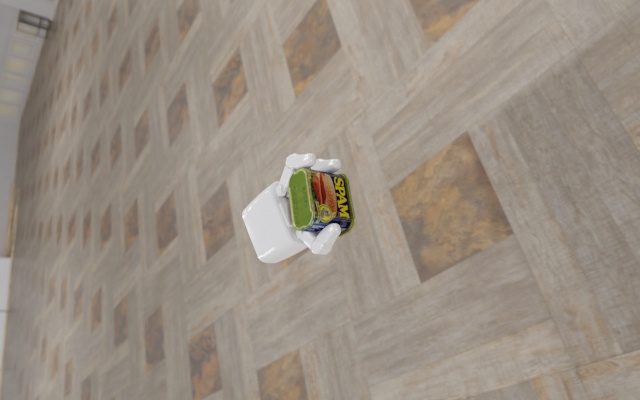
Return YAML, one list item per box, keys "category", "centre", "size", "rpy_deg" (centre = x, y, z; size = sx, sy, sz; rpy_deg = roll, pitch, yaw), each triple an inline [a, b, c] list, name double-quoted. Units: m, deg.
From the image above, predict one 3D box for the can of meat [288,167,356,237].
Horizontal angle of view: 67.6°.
- category: "can of meat"
  centre: [0.000, 0.002, 0.746]
  size: [0.084, 0.102, 0.057]
  rpy_deg: [9, -27, -37]
